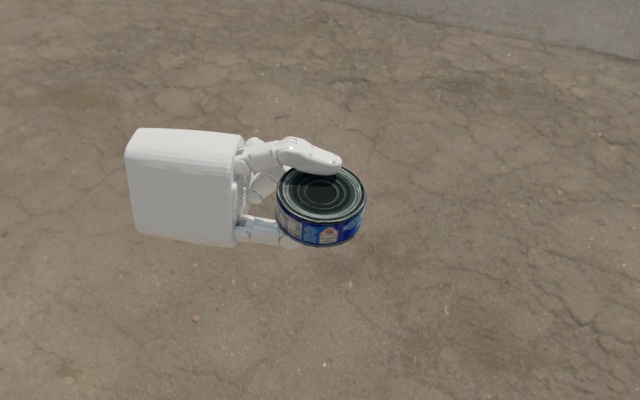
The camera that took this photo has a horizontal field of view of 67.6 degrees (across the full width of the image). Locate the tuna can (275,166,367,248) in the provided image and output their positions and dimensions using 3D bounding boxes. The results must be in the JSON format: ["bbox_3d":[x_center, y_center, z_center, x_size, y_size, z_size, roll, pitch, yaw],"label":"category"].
[{"bbox_3d":[0.000,0.001,0.452,0.086,0.034,0.086,3,45,-3],"label":"tuna can"}]
